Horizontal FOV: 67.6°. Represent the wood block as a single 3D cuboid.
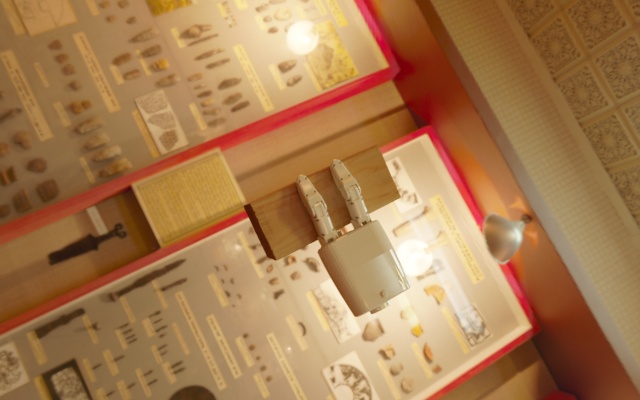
[{"bbox_3d":[0.000,0.003,0.716,0.206,0.090,0.091,-26,3,-15],"label":"wood block"}]
